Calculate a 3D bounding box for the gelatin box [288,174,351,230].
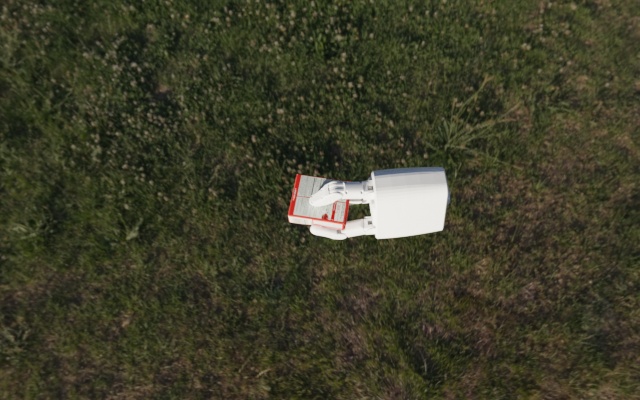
[{"bbox_3d":[0.000,0.002,0.738,0.089,0.073,0.030,8,-24,4],"label":"gelatin box"}]
